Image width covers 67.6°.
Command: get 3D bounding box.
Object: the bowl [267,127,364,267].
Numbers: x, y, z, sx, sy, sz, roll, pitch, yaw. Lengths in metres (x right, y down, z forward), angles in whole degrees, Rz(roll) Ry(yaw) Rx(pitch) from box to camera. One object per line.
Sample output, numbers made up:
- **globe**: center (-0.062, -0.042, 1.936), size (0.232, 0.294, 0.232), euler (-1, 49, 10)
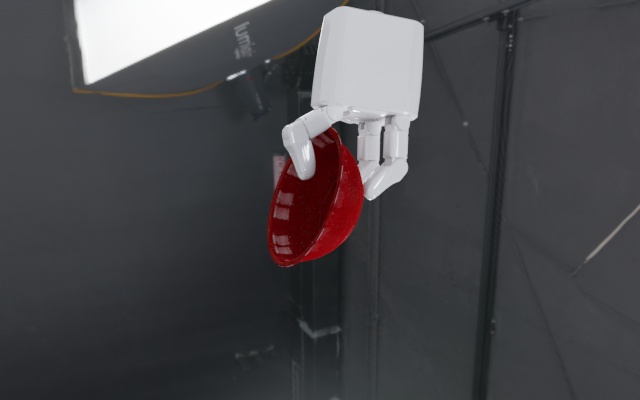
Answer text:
- **bowl**: center (0.000, 0.003, 0.535), size (0.055, 0.162, 0.162), euler (20, -9, -26)
